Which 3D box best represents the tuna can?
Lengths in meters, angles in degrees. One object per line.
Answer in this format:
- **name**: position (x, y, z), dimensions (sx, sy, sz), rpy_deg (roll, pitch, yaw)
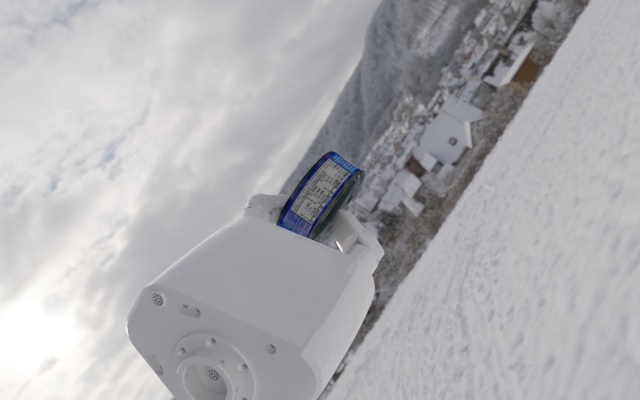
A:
- **tuna can**: position (0.000, 0.001, 0.406), dimensions (0.034, 0.086, 0.086), rpy_deg (35, 6, 9)
